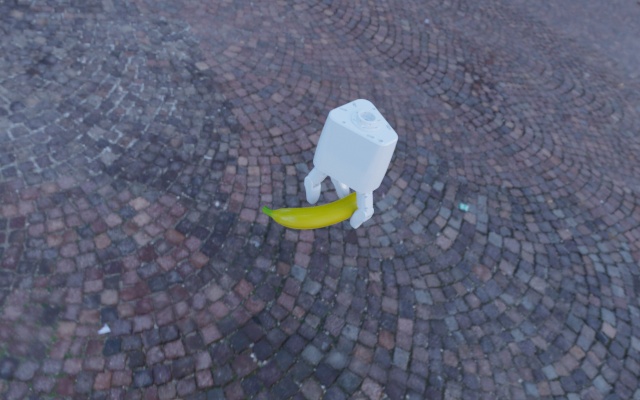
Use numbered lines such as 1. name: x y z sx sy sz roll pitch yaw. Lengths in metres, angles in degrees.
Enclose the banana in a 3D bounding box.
1. banana: 0.003 0.016 0.832 0.198 0.069 0.037 -8 -42 -20
